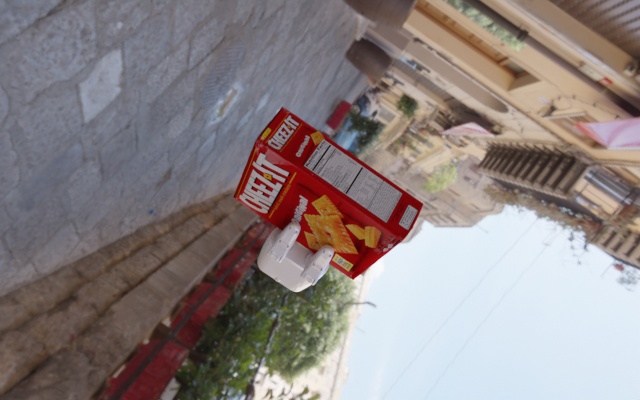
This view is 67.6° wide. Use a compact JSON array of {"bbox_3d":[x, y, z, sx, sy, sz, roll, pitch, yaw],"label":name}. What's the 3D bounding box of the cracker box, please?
[{"bbox_3d":[0.000,0.002,0.633,0.214,0.072,0.164,34,-32,-2],"label":"cracker box"}]
